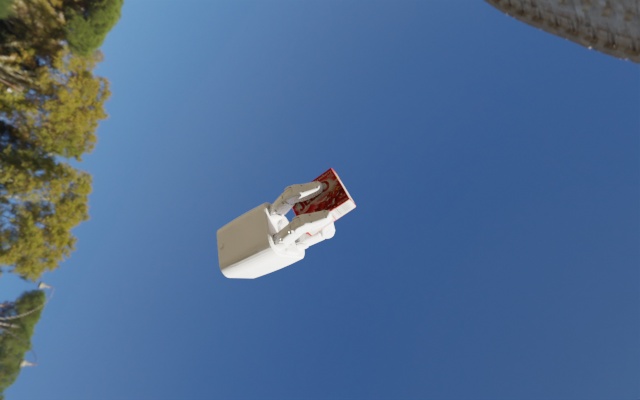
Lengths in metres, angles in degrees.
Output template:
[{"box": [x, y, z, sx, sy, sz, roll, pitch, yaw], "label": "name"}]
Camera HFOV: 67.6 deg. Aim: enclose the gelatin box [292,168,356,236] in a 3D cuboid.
[{"box": [0.001, 0.002, 0.755, 0.089, 0.073, 0.030, -34, -38, 7], "label": "gelatin box"}]
